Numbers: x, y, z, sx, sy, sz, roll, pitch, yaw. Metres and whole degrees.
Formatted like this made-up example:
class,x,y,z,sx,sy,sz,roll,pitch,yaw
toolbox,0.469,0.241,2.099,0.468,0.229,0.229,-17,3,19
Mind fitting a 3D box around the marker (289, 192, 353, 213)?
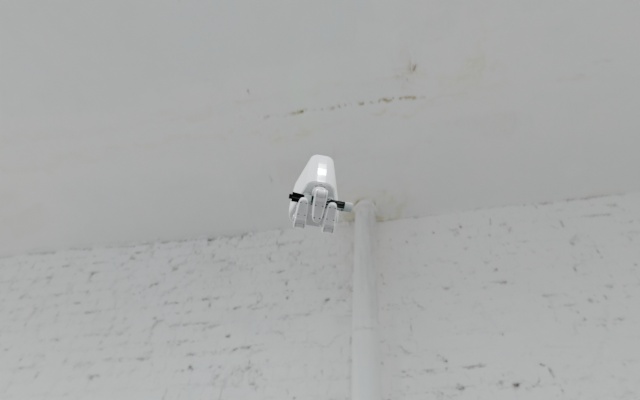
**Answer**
class,x,y,z,sx,sy,sz,roll,pitch,yaw
marker,0.000,0.003,0.899,0.121,0.020,0.020,11,-1,-5
